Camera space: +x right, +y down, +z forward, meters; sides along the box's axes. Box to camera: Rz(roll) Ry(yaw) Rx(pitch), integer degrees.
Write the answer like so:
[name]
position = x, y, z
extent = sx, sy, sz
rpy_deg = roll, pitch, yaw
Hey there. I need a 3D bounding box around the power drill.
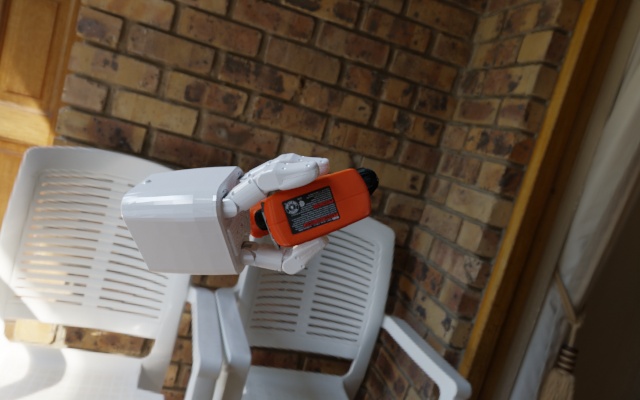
[power drill]
position = 0.000, 0.002, 0.556
extent = 0.184, 0.057, 0.187
rpy_deg = -22, 2, -8
